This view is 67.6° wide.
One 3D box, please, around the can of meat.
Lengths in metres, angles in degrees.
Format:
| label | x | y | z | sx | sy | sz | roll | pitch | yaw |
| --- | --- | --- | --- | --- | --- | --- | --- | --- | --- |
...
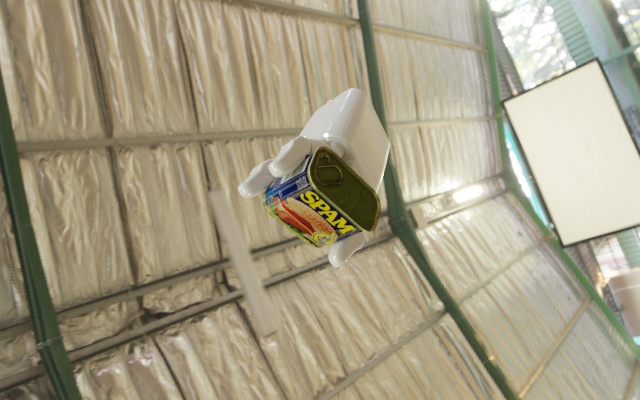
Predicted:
| label | x | y | z | sx | sy | sz | roll | pitch | yaw |
| --- | --- | --- | --- | --- | --- | --- | --- | --- | --- |
| can of meat | 0.000 | 0.002 | 0.520 | 0.102 | 0.057 | 0.084 | 41 | -43 | -24 |
